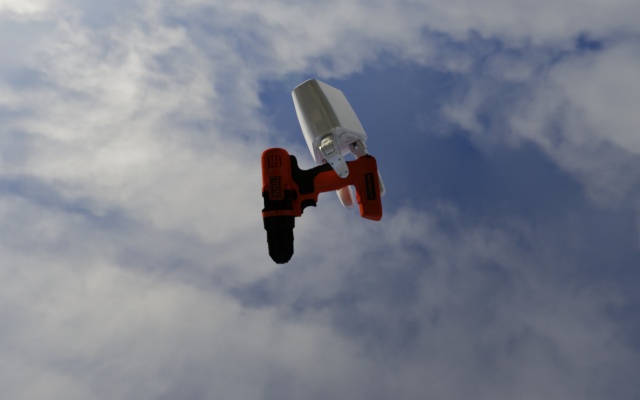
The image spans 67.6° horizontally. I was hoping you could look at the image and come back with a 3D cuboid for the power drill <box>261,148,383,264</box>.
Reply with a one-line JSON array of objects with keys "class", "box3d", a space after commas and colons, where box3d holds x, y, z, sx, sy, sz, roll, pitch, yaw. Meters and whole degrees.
[{"class": "power drill", "box3d": [0.001, 0.002, 0.755, 0.187, 0.184, 0.057, -4, -5, -2]}]
